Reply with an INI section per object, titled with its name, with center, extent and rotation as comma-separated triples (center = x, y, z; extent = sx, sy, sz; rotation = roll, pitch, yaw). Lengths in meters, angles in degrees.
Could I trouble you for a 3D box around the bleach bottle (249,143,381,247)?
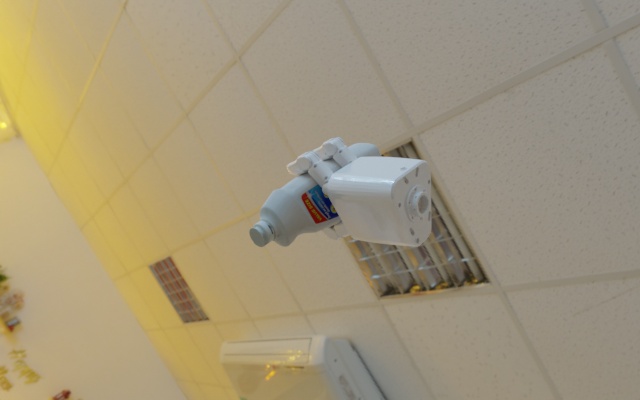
[bleach bottle]
center = 0.000, 0.002, 0.702
extent = 0.068, 0.103, 0.250
rotation = 6, 30, 44
